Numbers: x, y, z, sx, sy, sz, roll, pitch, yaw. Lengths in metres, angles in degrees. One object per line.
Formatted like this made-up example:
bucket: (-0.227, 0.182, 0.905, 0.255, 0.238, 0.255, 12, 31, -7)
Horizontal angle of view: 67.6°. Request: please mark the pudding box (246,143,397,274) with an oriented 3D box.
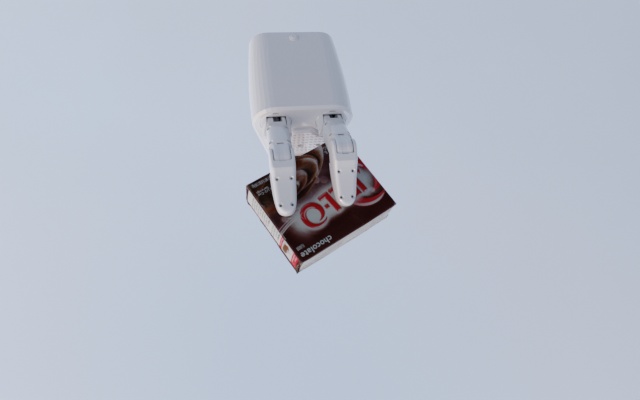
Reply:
pudding box: (0.000, 0.002, 0.452, 0.113, 0.090, 0.039, -31, -18, -20)
